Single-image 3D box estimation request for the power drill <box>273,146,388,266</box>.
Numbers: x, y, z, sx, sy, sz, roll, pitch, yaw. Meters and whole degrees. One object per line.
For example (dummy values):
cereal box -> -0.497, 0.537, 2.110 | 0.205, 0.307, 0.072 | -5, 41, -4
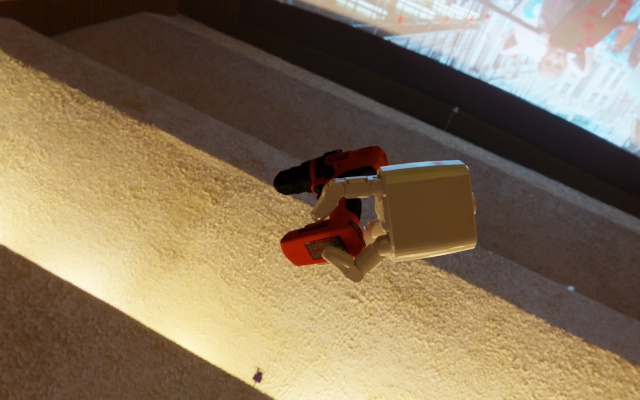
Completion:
power drill -> 0.000, 0.002, 0.672 | 0.184, 0.057, 0.187 | -14, 39, 23
